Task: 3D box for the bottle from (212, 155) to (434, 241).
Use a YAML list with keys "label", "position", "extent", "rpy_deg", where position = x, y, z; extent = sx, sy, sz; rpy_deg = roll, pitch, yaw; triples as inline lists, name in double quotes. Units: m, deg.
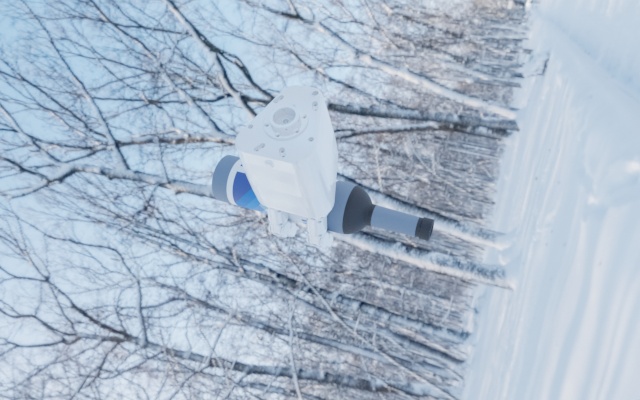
- label: "bottle"
  position: [0.000, 0.002, 0.627]
  extent: [0.295, 0.069, 0.069]
  rpy_deg: [14, 5, 19]
